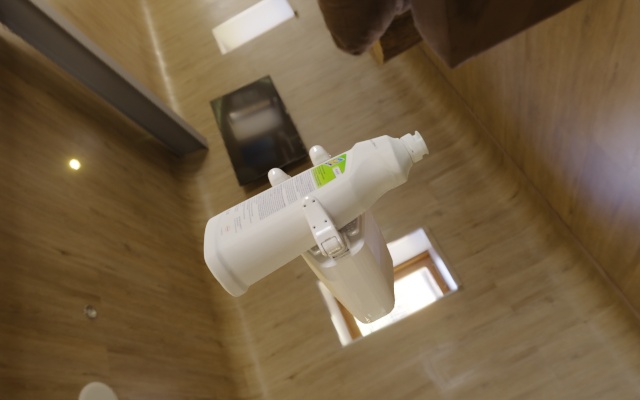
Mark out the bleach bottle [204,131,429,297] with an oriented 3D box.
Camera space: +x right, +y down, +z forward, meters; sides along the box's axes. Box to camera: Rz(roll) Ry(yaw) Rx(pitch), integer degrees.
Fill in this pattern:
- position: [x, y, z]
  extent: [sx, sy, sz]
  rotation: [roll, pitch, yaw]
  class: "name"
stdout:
- position: [0.000, 0.002, 0.511]
  extent: [0.251, 0.068, 0.102]
  rotation: [-28, 29, 5]
  class: "bleach bottle"
